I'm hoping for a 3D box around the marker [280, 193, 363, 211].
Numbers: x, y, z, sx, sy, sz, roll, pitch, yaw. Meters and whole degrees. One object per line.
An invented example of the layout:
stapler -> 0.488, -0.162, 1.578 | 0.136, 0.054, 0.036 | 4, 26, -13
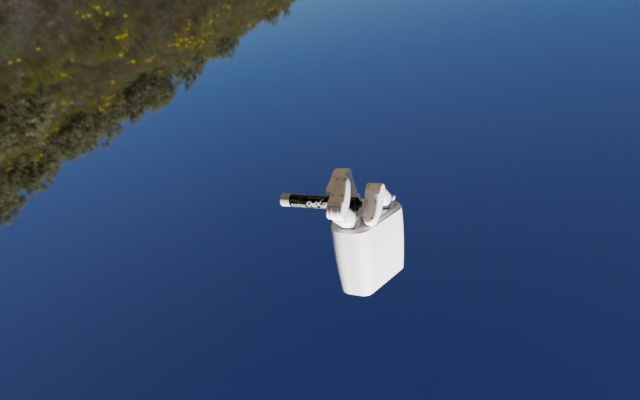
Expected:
marker -> 0.000, 0.002, 0.653 | 0.121, 0.020, 0.020 | 4, 2, 27
